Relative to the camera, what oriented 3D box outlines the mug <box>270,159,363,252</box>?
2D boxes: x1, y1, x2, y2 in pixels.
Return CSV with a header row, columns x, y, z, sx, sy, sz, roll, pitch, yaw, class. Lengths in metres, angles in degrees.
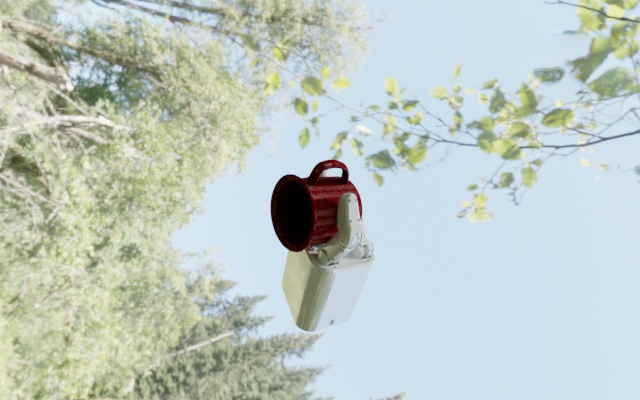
x,y,z,sx,sy,sz,roll,pitch,yaw,class
0.001,0.001,0.581,0.081,0.117,0.093,-6,35,-38,mug
